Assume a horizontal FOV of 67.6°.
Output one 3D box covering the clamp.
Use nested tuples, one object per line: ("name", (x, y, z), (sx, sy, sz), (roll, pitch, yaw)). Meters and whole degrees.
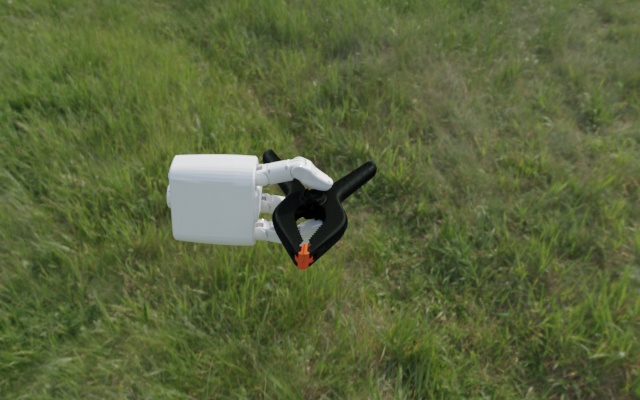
("clamp", (0.000, 0.002, 0.625), (0.164, 0.036, 0.209), (1, 41, -3))
